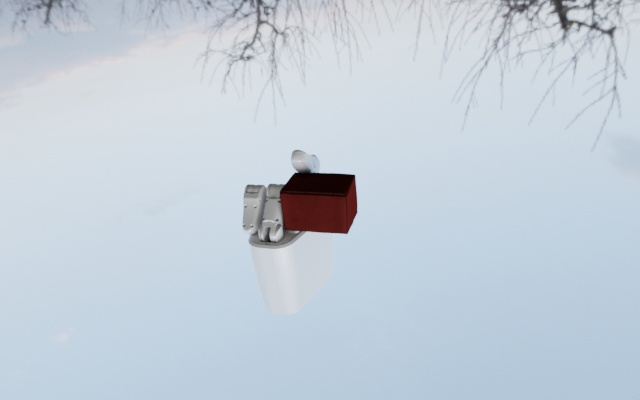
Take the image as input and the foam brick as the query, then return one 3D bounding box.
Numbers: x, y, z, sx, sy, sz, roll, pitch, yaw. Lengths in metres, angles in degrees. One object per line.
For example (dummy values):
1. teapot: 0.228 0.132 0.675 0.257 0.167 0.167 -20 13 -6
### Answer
1. foam brick: 0.000 0.002 0.549 0.078 0.051 0.053 3 29 18
